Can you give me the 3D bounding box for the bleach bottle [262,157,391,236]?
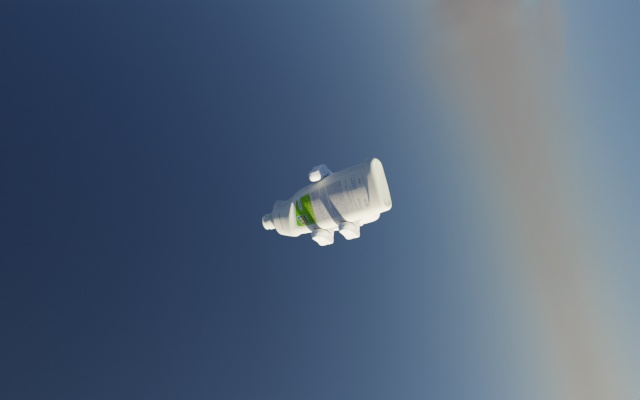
[{"bbox_3d":[0.000,0.003,0.897,0.251,0.102,0.068,-16,-6,24],"label":"bleach bottle"}]
